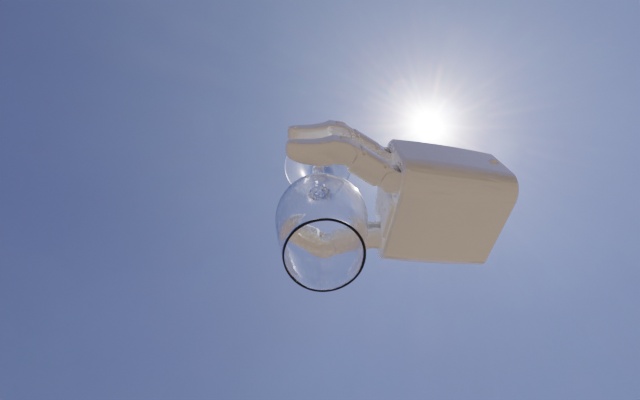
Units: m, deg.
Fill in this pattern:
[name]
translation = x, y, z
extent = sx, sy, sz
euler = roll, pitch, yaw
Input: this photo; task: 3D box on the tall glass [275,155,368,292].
[tall glass]
translation = 0.000, 0.001, 0.438
extent = 0.079, 0.079, 0.201
euler = 0, 23, -1
